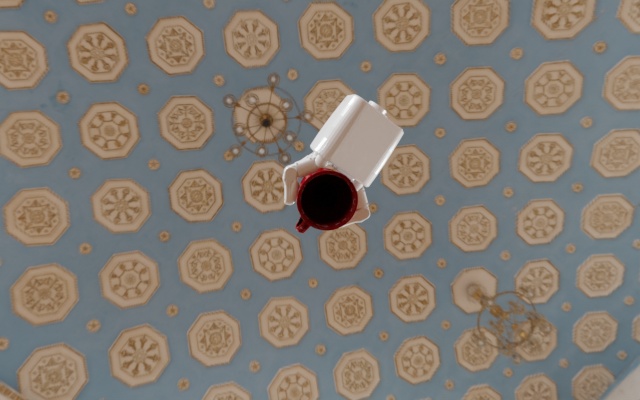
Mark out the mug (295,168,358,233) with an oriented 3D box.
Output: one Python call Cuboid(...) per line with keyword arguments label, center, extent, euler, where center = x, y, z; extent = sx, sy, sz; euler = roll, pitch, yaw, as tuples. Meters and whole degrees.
Cuboid(label="mug", center=(-0.001, 0.004, 0.758), extent=(0.093, 0.117, 0.081), euler=(35, 6, -11))
